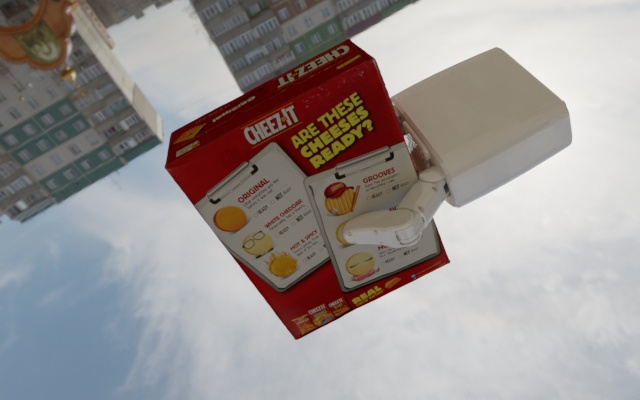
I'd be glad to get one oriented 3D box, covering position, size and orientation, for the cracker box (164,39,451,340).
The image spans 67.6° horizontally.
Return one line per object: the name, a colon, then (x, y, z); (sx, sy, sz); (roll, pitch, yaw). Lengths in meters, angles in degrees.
cracker box: (0.000, 0.002, 0.407); (0.164, 0.214, 0.072); (-27, 34, 2)
